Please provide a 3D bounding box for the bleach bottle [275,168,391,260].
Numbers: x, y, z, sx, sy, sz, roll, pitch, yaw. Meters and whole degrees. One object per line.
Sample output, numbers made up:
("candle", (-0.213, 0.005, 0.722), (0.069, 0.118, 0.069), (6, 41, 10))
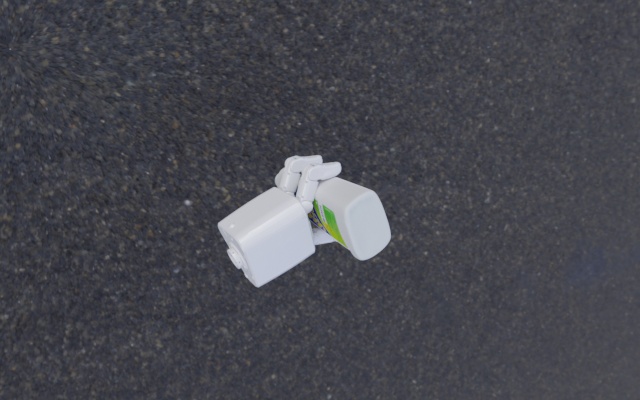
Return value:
("bleach bottle", (0.000, 0.002, 0.753), (0.068, 0.103, 0.250), (-33, 30, -21))
